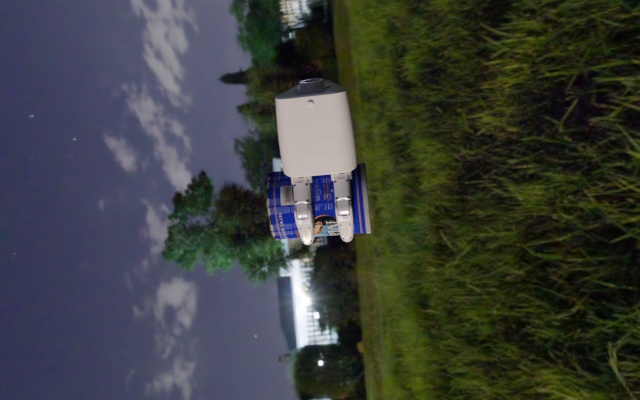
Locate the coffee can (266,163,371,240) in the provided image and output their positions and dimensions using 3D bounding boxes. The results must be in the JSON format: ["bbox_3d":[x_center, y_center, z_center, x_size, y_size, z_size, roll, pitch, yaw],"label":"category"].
[{"bbox_3d":[0.000,0.002,0.699,0.140,0.103,0.103,-5,-1,6],"label":"coffee can"}]
